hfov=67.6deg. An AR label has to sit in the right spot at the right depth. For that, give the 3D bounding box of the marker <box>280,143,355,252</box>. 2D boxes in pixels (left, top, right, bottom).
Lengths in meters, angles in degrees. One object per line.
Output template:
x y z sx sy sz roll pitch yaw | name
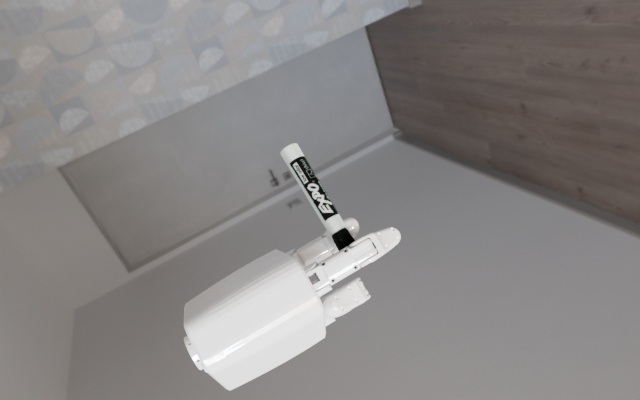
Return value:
0.000 0.001 0.440 0.020 0.121 0.020 -30 -11 -7 | marker
